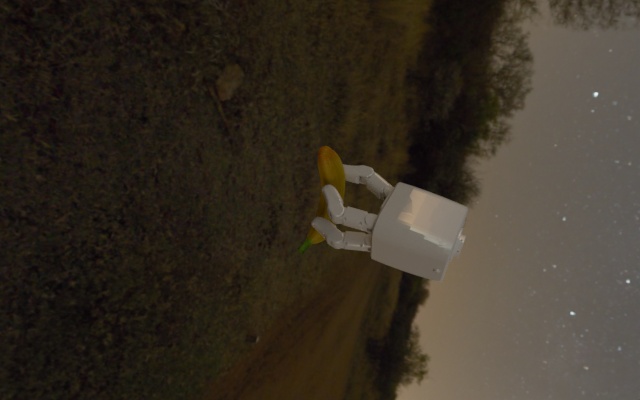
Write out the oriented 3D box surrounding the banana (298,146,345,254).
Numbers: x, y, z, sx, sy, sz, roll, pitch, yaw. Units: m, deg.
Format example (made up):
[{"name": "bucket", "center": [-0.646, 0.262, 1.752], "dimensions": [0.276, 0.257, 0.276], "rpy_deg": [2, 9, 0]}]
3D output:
[{"name": "banana", "center": [0.010, -0.003, 0.727], "dimensions": [0.037, 0.198, 0.069], "rpy_deg": [27, 38, 22]}]
